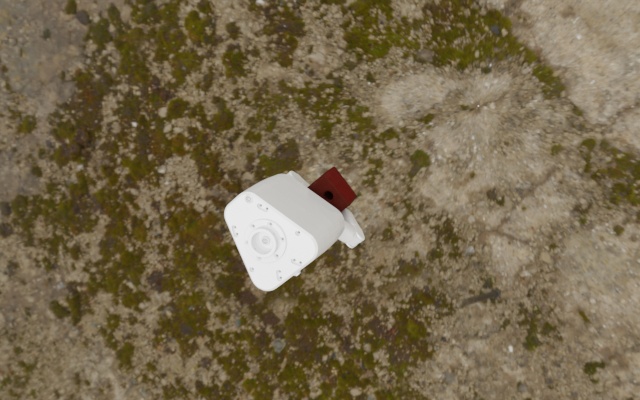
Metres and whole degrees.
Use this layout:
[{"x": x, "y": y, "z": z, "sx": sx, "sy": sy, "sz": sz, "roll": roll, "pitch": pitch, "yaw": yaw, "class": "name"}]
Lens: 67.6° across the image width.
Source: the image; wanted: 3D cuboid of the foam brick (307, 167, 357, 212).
[{"x": 0.000, "y": 0.002, "z": 0.631, "sx": 0.078, "sy": 0.053, "sz": 0.051, "roll": -39, "pitch": 0, "yaw": 21, "class": "foam brick"}]
